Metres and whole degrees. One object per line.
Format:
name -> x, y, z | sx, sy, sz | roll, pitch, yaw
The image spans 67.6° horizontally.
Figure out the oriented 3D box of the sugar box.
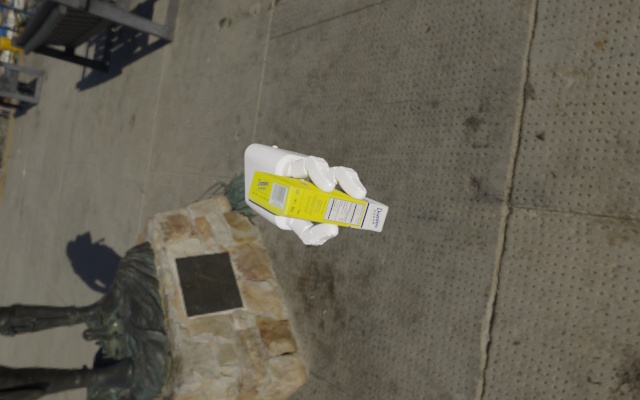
sugar box -> 0.000, 0.002, 0.658 | 0.176, 0.048, 0.093 | 8, 11, -40
